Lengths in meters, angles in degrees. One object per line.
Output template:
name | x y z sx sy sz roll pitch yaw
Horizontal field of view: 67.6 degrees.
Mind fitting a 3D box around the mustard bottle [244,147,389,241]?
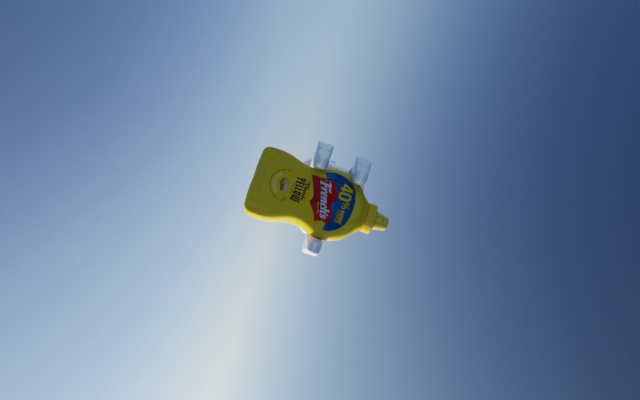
mustard bottle | 0.000 0.002 0.646 0.191 0.096 0.058 19 -15 -4
